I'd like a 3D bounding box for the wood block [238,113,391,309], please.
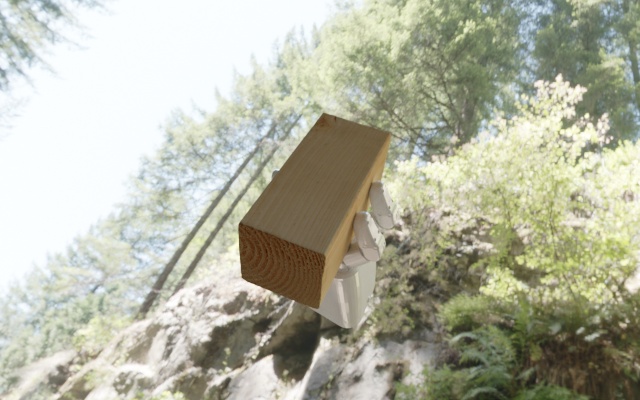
[{"bbox_3d":[0.000,0.002,0.529,0.091,0.090,0.206,19,45,13],"label":"wood block"}]
